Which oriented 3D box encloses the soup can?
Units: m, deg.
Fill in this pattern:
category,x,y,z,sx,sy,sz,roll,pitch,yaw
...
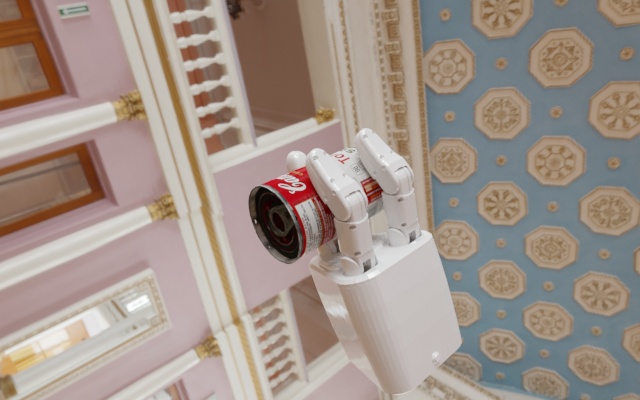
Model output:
category,x,y,z,sx,sy,sz,roll,pitch,yaw
soup can,0.000,0.001,0.406,0.102,0.068,0.068,-26,15,-33
